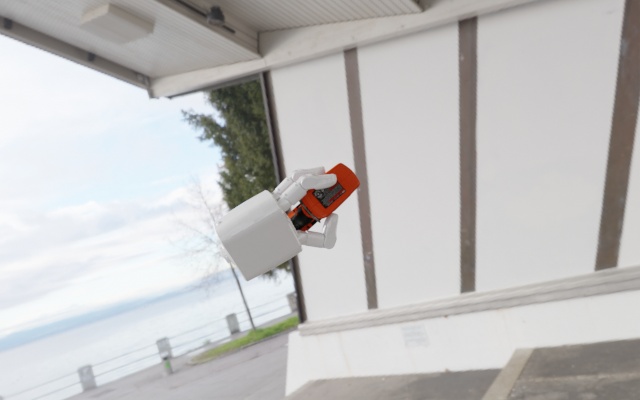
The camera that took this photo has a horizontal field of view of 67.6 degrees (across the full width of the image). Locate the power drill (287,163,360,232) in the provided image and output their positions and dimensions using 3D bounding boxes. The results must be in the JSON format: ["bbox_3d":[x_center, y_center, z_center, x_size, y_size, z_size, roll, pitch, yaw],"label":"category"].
[{"bbox_3d":[0.000,0.003,0.858,0.184,0.057,0.188,-44,-2,-27],"label":"power drill"}]
